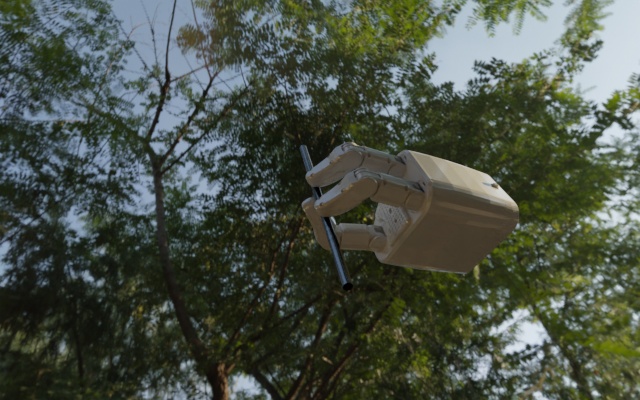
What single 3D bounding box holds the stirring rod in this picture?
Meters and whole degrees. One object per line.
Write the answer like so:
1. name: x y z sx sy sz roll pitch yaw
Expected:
1. stirring rod: 0.000 0.002 0.457 0.011 0.011 0.239 0 32 -12
